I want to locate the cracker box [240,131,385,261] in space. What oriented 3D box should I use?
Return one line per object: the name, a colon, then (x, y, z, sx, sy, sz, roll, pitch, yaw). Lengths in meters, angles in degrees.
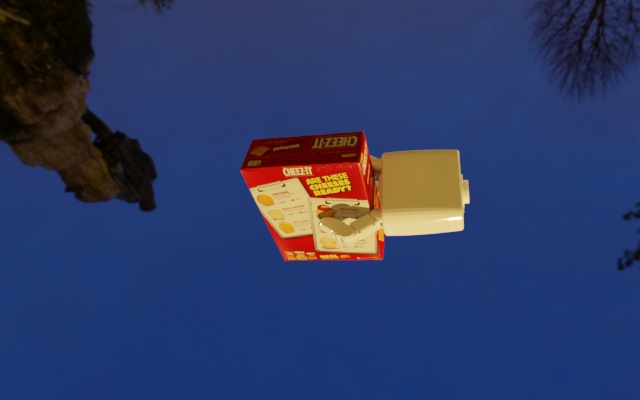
cracker box: (0.000, 0.003, 0.702, 0.164, 0.072, 0.214, -2, -42, 16)
